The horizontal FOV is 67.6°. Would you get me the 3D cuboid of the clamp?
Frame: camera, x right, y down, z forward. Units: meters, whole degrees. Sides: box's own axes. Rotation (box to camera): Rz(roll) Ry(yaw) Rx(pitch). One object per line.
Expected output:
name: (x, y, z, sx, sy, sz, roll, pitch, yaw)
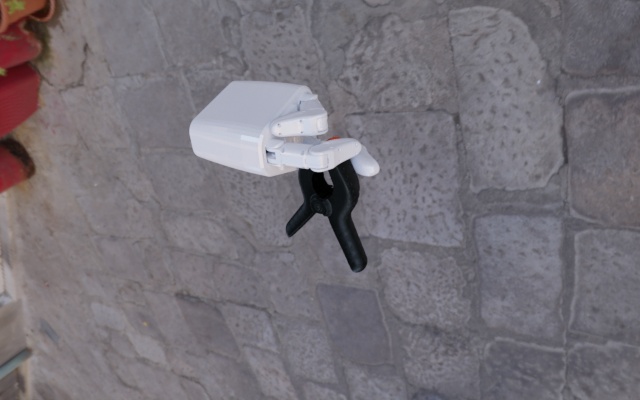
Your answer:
clamp: (0.000, 0.002, 0.571, 0.120, 0.172, 0.039, 13, 35, 28)
